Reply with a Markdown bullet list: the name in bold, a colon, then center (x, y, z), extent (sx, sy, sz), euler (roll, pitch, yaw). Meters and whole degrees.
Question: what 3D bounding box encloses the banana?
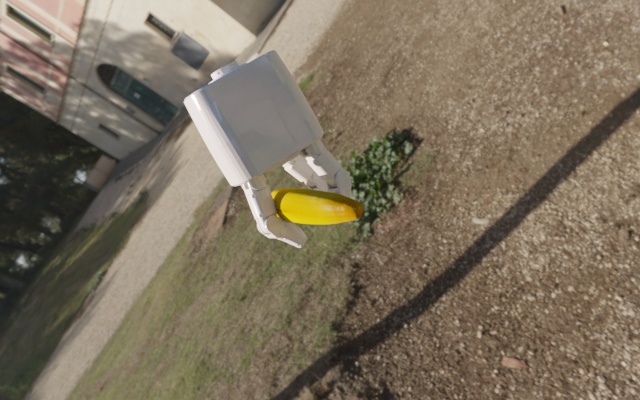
- **banana**: center (-0.019, 0.004, 0.536), extent (0.069, 0.037, 0.198), euler (-6, 4, -16)
